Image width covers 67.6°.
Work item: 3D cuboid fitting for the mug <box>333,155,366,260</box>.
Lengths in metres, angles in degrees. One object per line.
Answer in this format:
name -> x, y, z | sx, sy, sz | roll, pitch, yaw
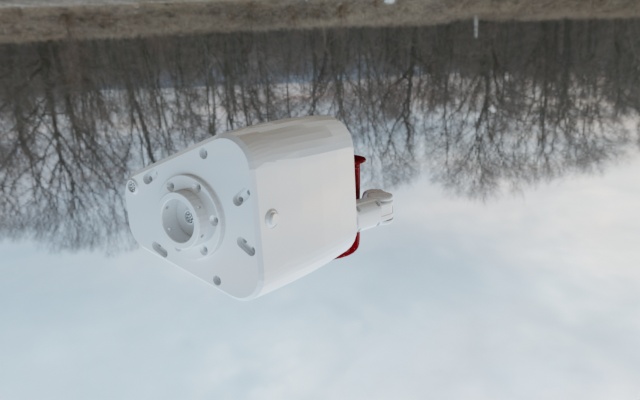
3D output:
mug -> 0.001, 0.001, 0.429 | 0.093, 0.081, 0.117 | 6, 14, 32
